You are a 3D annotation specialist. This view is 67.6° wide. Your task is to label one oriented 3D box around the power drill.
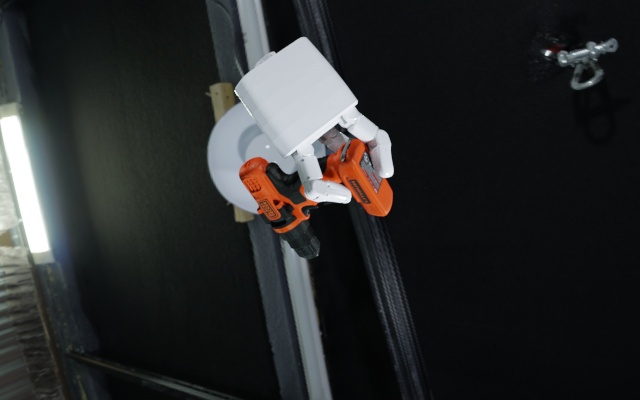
[{"bbox_3d":[0.000,0.002,0.663,0.188,0.184,0.057,-16,33,30],"label":"power drill"}]
